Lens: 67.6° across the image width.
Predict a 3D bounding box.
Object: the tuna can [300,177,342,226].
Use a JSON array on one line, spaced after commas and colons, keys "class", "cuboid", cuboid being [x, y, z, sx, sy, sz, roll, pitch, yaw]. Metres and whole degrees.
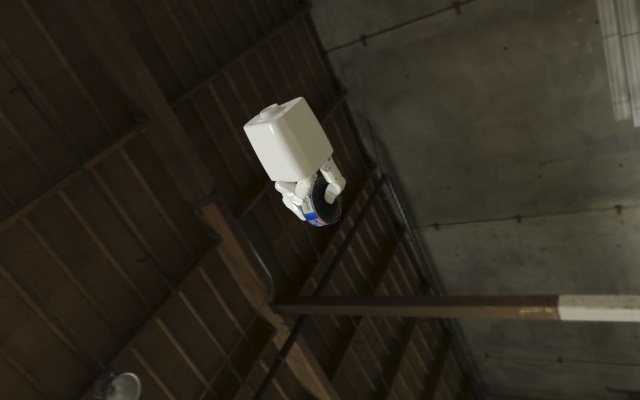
[{"class": "tuna can", "cuboid": [0.000, 0.003, 0.869, 0.034, 0.086, 0.086, -14, -9, 38]}]
